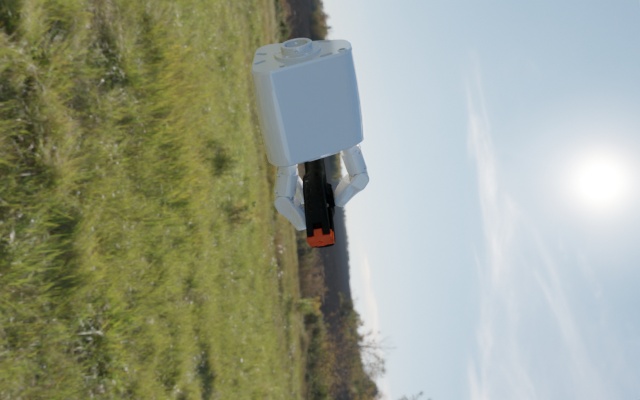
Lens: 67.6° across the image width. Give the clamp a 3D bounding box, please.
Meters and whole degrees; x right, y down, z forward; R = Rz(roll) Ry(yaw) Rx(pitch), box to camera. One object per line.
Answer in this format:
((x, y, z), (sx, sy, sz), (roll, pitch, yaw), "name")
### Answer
((0.001, 0.002, 0.603), (0.036, 0.165, 0.209), (-10, 35, 4), "clamp")
